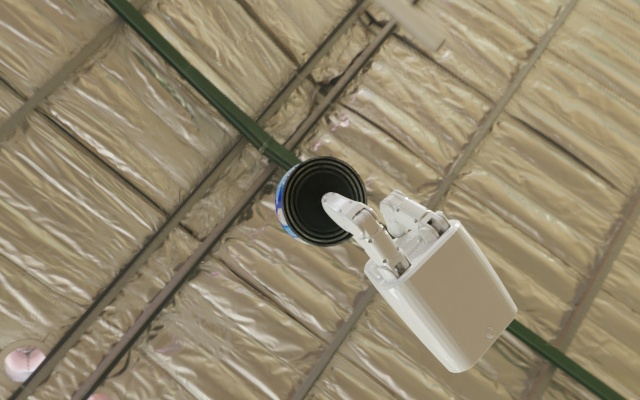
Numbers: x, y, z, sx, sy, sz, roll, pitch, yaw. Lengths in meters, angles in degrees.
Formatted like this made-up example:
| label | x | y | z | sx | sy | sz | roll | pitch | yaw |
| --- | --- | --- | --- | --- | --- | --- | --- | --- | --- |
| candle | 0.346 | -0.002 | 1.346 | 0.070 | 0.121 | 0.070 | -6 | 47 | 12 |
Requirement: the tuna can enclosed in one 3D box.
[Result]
| label | x | y | z | sx | sy | sz | roll | pitch | yaw |
| --- | --- | --- | --- | --- | --- | --- | --- | --- | --- |
| tuna can | 0.000 | 0.001 | 0.462 | 0.086 | 0.086 | 0.034 | 0 | -2 | -19 |
